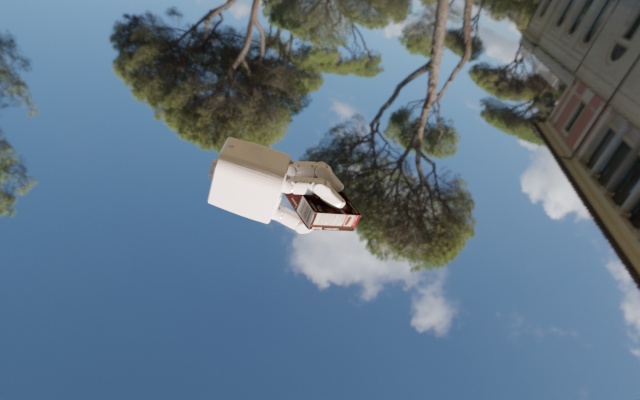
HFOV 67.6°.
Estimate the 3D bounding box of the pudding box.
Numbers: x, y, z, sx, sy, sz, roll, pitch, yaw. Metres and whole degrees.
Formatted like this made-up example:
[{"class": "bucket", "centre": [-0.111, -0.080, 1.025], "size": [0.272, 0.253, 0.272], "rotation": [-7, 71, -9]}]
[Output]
[{"class": "pudding box", "centre": [0.000, 0.003, 0.780], "size": [0.090, 0.039, 0.113], "rotation": [3, 35, -32]}]
